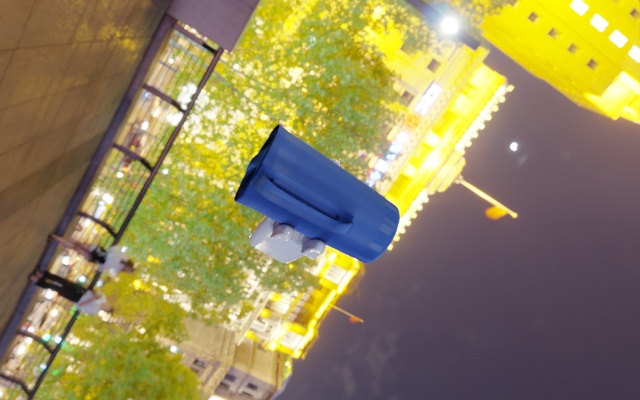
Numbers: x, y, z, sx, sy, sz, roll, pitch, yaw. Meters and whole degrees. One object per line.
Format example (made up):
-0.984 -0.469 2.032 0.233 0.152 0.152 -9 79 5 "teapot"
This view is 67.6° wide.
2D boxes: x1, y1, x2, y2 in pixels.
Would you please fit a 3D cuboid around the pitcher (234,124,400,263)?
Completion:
0.000 0.002 0.732 0.243 0.149 0.145 30 -33 -14 "pitcher"
